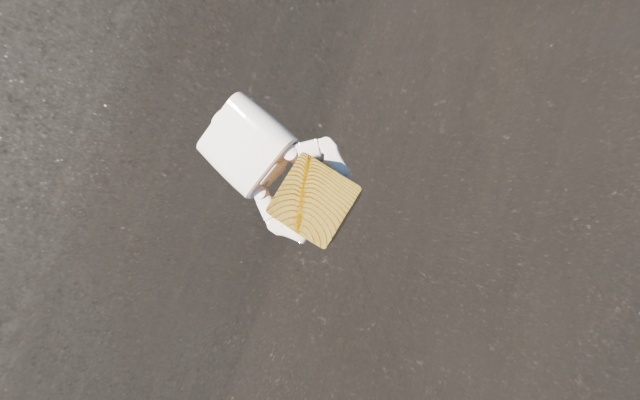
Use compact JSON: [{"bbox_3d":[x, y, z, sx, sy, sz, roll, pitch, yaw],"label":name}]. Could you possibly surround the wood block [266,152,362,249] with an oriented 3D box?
[{"bbox_3d":[0.000,0.002,0.682,0.090,0.091,0.206,32,2,5],"label":"wood block"}]
